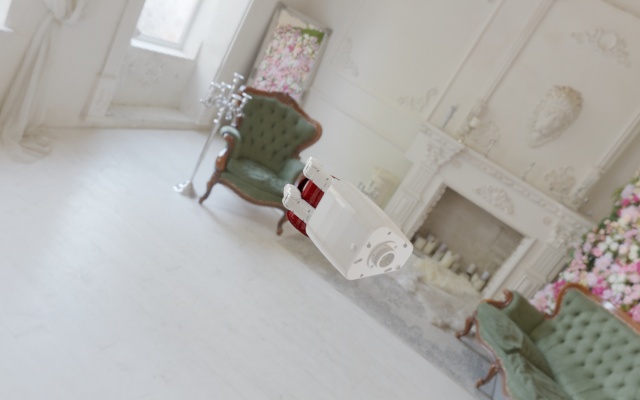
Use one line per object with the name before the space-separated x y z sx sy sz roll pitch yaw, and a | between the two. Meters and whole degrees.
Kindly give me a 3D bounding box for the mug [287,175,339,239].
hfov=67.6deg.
mug | 0.000 0.002 0.758 0.093 0.081 0.117 13 25 -42
